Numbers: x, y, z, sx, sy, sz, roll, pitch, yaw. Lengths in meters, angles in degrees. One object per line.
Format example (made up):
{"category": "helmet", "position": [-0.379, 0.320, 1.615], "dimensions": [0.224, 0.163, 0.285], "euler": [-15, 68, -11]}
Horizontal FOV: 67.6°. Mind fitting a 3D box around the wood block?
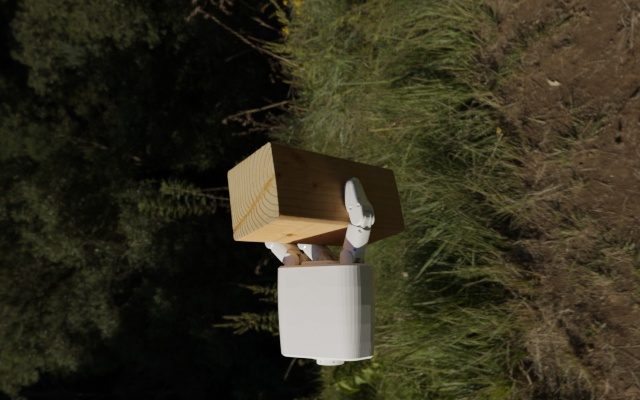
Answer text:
{"category": "wood block", "position": [0.000, 0.002, 0.598], "dimensions": [0.206, 0.090, 0.091], "euler": [8, -24, -41]}
